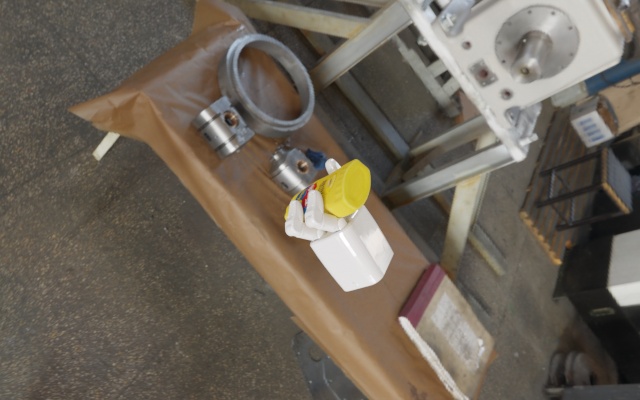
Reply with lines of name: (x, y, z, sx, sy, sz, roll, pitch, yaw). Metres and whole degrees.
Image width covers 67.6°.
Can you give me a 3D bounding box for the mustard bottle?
mustard bottle: (0.000, 0.002, 0.827, 0.058, 0.096, 0.192, 37, -38, -24)
